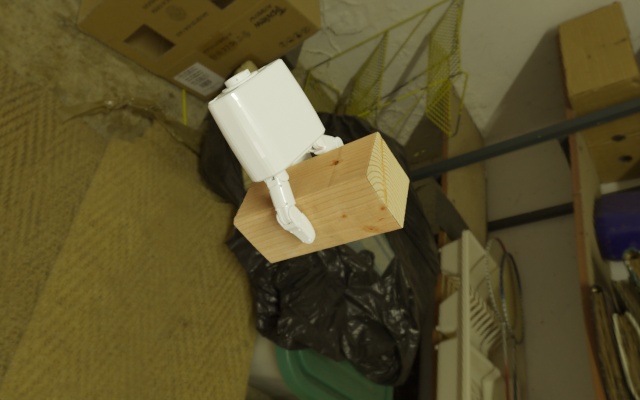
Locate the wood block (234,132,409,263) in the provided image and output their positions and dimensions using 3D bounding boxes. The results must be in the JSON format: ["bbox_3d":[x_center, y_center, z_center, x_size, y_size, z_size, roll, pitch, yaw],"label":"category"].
[{"bbox_3d":[0.000,0.002,0.627,0.206,0.090,0.090,-19,35,32],"label":"wood block"}]
